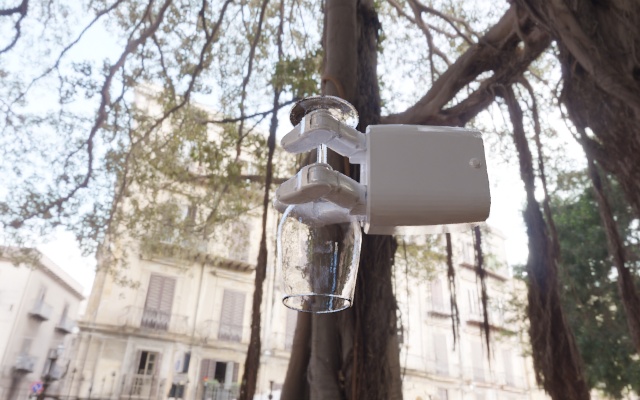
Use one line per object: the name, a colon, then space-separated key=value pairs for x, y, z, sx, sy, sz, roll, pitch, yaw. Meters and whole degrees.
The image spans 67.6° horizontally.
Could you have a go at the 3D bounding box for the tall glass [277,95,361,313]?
tall glass: x=0.000 y=0.001 z=0.459 sx=0.079 sy=0.201 sz=0.079 roll=2 pitch=-27 yaw=1
